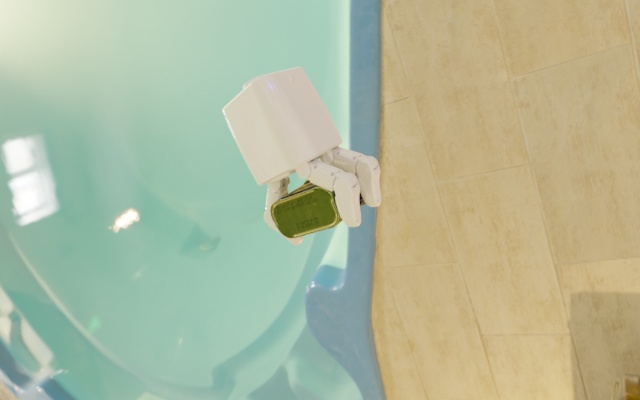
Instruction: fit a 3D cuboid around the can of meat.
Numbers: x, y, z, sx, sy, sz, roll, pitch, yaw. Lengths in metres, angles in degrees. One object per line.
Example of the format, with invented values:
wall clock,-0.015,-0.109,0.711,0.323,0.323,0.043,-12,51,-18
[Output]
can of meat,0.000,0.002,0.591,0.102,0.057,0.084,-19,9,36
